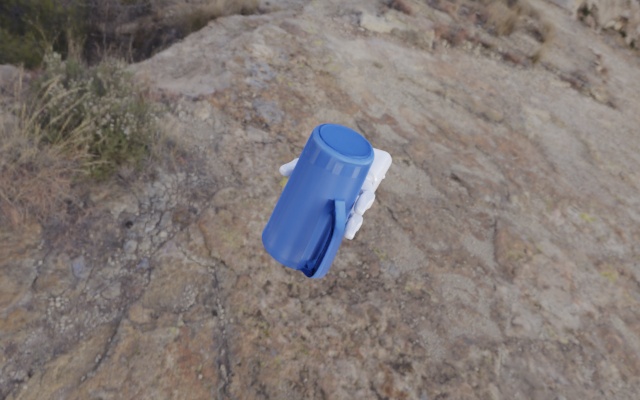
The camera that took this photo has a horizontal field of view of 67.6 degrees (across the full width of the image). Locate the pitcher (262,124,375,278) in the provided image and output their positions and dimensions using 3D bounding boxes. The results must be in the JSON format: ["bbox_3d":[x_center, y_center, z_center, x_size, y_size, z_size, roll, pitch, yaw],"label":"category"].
[{"bbox_3d":[0.000,0.003,0.808,0.149,0.243,0.145,33,35,11],"label":"pitcher"}]
